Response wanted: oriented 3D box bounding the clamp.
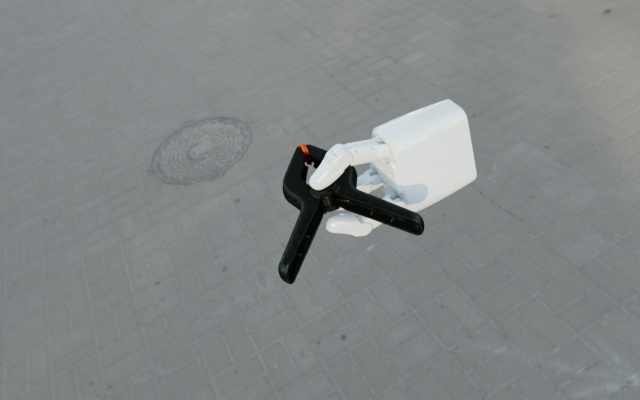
[{"bbox_3d":[0.000,0.001,0.569,0.164,0.036,0.210,-24,44,-11],"label":"clamp"}]
